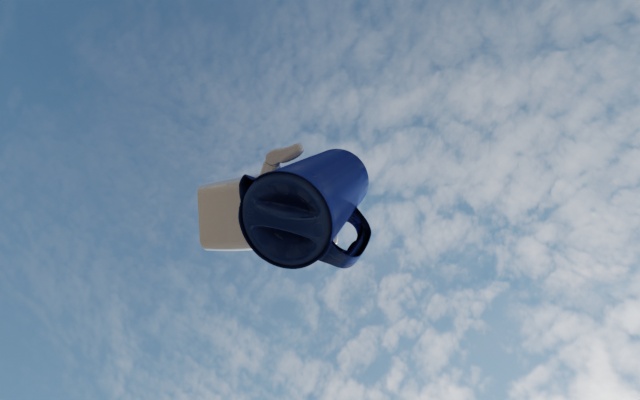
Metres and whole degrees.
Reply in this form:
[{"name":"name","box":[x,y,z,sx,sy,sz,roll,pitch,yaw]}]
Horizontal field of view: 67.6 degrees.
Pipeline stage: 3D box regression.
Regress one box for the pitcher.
[{"name":"pitcher","box":[0.000,0.002,0.712,0.145,0.149,0.242,-7,13,23]}]
